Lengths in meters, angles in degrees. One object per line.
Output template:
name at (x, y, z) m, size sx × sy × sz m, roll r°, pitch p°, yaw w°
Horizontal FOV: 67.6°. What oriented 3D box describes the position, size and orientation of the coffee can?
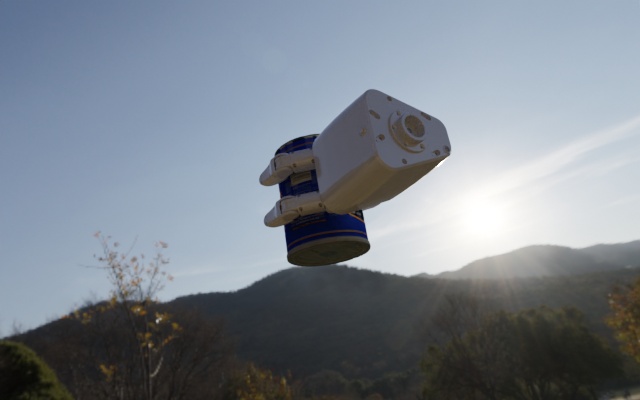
coffee can at (0.000, 0.002, 0.603) m, size 0.103 × 0.140 × 0.103 m, roll -8°, pitch -21°, yaw -3°
